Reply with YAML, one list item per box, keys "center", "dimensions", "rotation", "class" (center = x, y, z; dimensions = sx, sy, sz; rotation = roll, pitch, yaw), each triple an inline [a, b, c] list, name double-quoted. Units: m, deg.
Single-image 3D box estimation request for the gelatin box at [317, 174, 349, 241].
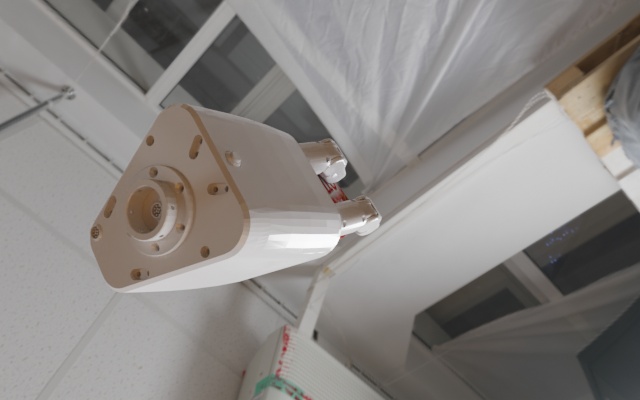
- center: [0.000, 0.002, 0.417]
  dimensions: [0.030, 0.073, 0.089]
  rotation: [-37, -5, 15]
  class: "gelatin box"
